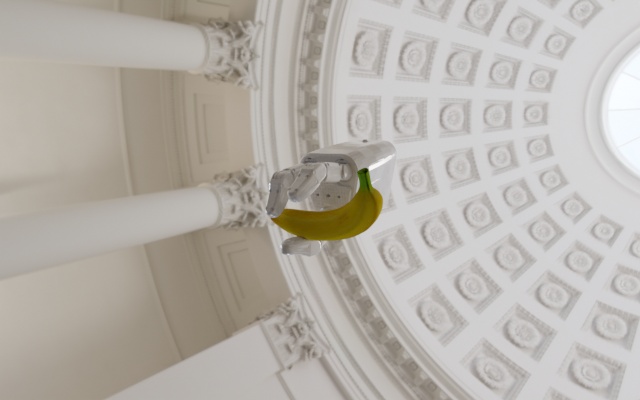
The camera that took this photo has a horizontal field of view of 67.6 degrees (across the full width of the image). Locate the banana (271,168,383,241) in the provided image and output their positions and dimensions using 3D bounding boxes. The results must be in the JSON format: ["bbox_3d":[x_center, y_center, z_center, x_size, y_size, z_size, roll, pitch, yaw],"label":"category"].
[{"bbox_3d":[0.011,0.017,0.566,0.037,0.069,0.198,-35,6,-40],"label":"banana"}]
